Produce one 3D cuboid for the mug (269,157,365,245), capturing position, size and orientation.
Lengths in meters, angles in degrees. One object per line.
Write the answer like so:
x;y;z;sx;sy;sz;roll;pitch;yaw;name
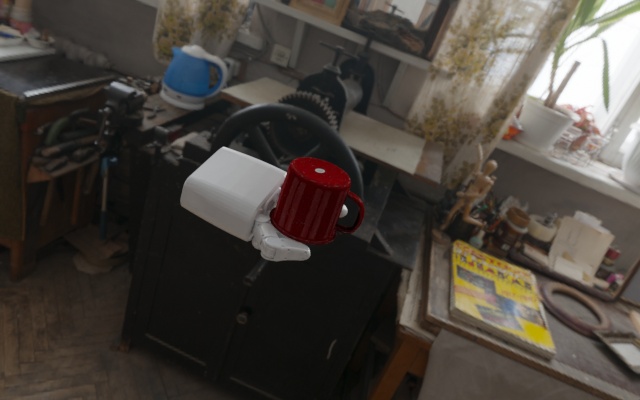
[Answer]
0.001;0.002;0.610;0.117;0.081;0.093;23;26;8;mug
